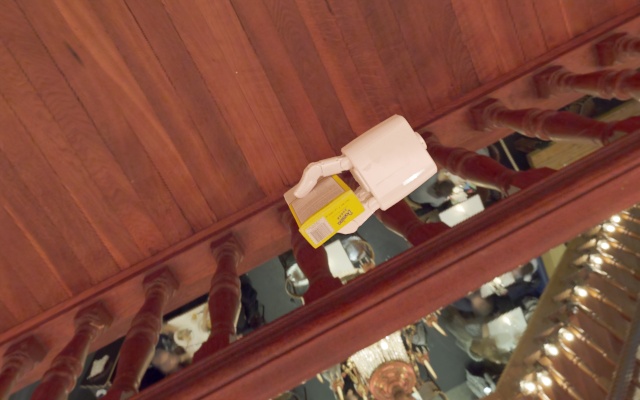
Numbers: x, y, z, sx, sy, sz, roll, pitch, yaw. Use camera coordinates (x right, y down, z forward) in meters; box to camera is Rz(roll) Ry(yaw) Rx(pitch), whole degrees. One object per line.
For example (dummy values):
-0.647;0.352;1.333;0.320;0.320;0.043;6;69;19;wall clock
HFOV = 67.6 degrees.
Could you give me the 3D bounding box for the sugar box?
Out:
0.001;0.003;0.745;0.093;0.048;0.176;-36;18;1;sugar box
